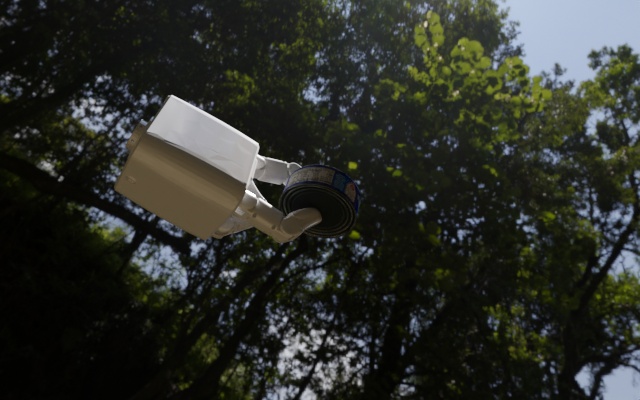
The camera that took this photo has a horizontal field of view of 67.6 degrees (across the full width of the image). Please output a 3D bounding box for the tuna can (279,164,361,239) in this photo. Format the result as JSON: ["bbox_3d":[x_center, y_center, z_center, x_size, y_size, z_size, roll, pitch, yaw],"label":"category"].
[{"bbox_3d":[0.000,0.001,0.523,0.086,0.033,0.086,10,-42,9],"label":"tuna can"}]
